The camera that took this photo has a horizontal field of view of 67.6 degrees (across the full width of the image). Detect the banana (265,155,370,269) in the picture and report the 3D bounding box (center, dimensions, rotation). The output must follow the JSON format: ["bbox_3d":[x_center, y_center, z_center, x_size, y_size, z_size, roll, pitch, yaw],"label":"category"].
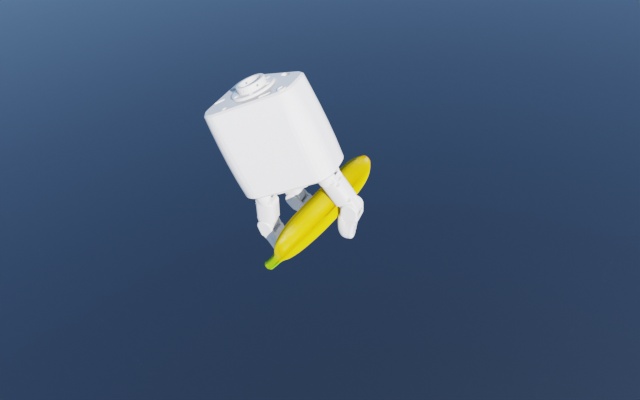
[{"bbox_3d":[0.006,0.002,0.572,0.197,0.037,0.069,-45,13,-22],"label":"banana"}]
